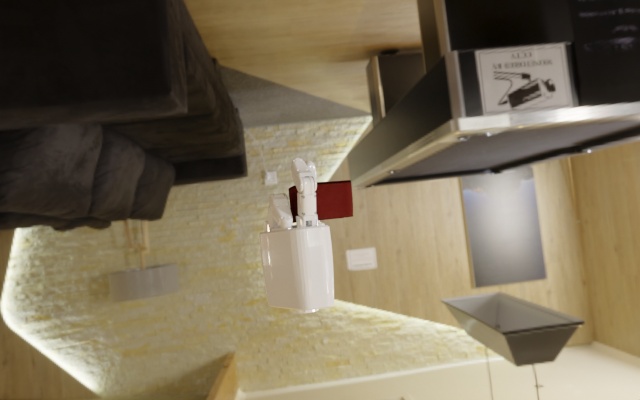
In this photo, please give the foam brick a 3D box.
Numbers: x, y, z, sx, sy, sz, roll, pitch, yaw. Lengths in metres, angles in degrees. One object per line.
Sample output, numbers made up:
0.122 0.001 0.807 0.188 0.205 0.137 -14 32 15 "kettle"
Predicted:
0.000 0.002 0.667 0.078 0.051 0.053 -5 -5 -20 "foam brick"
